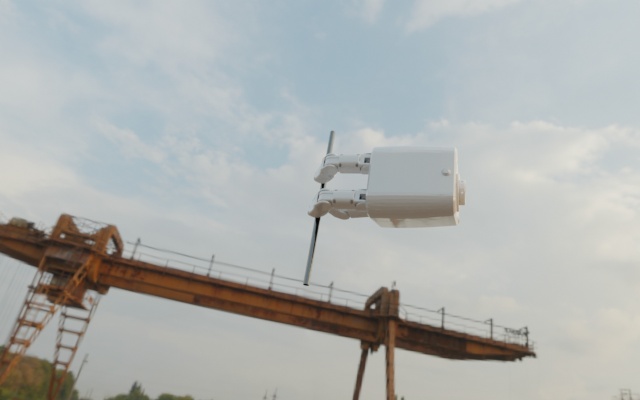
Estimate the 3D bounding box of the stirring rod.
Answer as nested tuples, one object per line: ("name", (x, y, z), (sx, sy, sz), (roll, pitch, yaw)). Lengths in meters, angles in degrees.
("stirring rod", (0.000, 0.002, 0.661), (0.011, 0.239, 0.011), (8, -28, 4))
